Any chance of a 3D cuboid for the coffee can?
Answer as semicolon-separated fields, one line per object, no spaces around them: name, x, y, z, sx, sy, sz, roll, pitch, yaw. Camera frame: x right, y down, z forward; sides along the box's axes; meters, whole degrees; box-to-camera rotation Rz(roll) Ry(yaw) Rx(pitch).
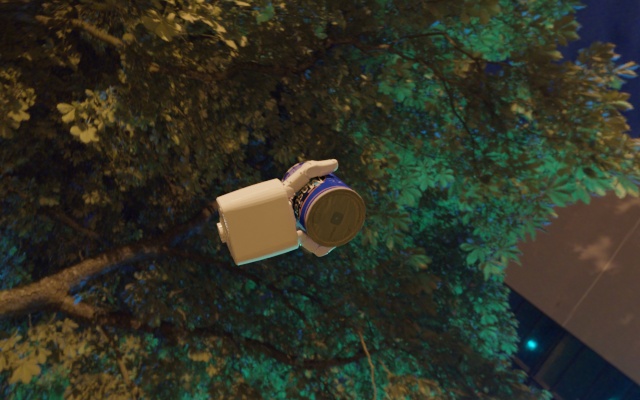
coffee can;0.000;0.003;0.812;0.103;0.103;0.140;0;22;-24
